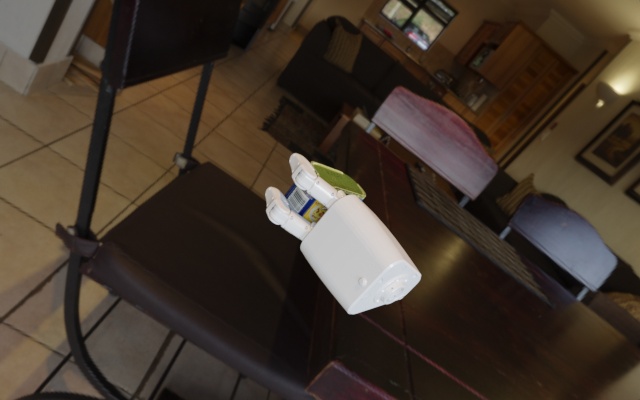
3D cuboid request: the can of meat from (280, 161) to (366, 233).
[{"bbox_3d":[0.000,0.002,0.639,0.102,0.084,0.057,15,31,-49],"label":"can of meat"}]
